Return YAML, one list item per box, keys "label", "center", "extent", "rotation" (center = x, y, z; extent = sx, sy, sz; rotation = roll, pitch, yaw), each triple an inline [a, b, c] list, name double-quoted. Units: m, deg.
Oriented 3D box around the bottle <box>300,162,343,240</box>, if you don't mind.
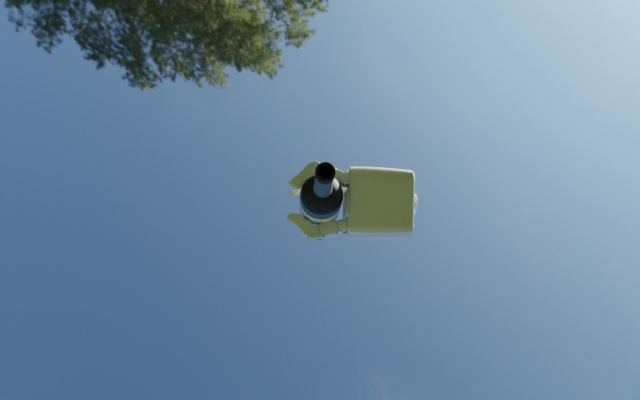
- label: "bottle"
  center: [0.000, 0.003, 0.765]
  extent: [0.069, 0.069, 0.296]
  rotation: [0, -16, -3]
